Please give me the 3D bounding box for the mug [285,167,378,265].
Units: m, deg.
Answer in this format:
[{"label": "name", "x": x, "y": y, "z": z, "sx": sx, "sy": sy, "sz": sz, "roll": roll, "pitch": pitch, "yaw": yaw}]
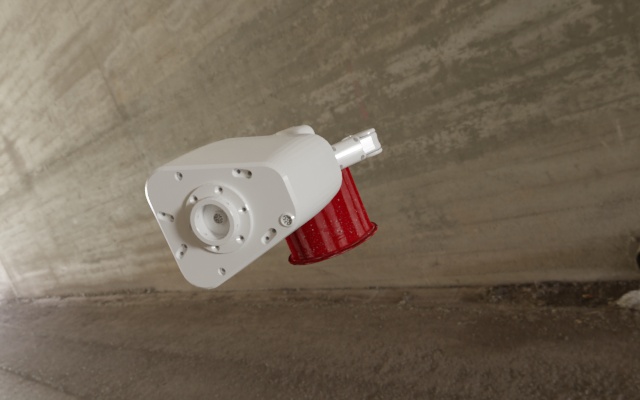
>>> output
[{"label": "mug", "x": 0.000, "y": 0.001, "z": 0.468, "sx": 0.093, "sy": 0.081, "sz": 0.117, "roll": -19, "pitch": 10, "yaw": 19}]
